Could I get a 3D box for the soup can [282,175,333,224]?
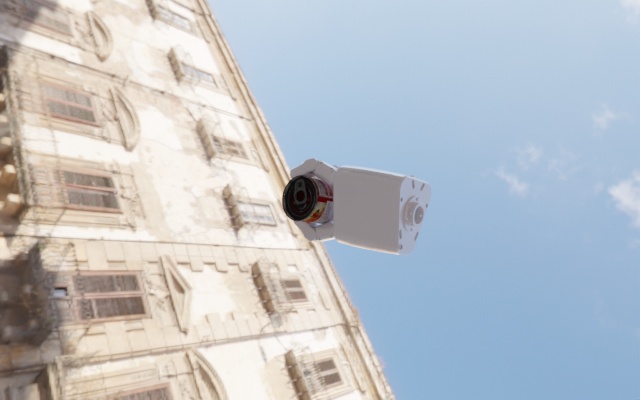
[{"bbox_3d":[0.000,0.002,0.731,0.068,0.068,0.102,0,-7,39],"label":"soup can"}]
